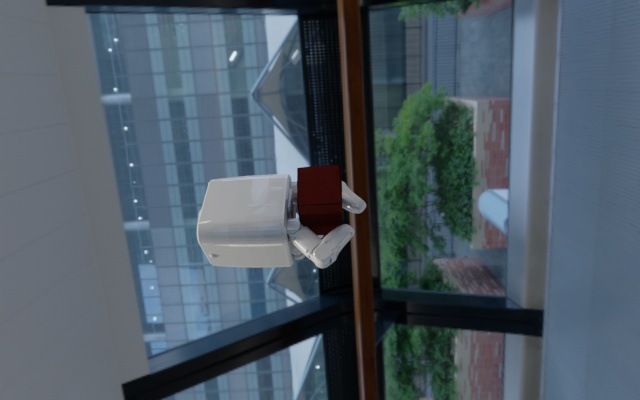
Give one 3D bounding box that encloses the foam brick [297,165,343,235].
[{"bbox_3d":[0.000,0.002,0.563,0.051,0.053,0.078,-1,-32,2],"label":"foam brick"}]
